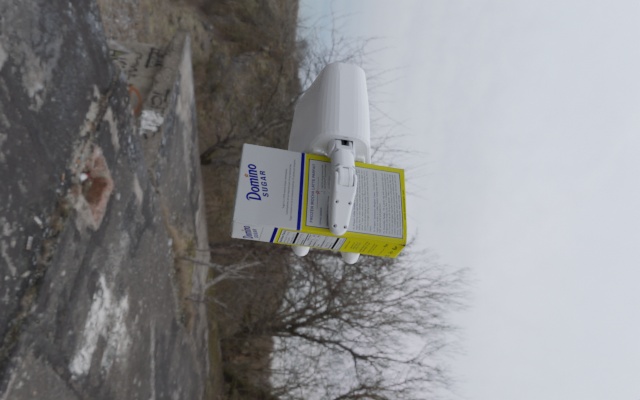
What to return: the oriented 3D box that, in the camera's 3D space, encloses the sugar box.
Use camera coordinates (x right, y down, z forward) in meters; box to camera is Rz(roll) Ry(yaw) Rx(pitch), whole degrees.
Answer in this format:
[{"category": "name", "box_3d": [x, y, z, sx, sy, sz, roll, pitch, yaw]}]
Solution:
[{"category": "sugar box", "box_3d": [0.000, 0.002, 0.496, 0.176, 0.093, 0.048, 8, -30, -8]}]
